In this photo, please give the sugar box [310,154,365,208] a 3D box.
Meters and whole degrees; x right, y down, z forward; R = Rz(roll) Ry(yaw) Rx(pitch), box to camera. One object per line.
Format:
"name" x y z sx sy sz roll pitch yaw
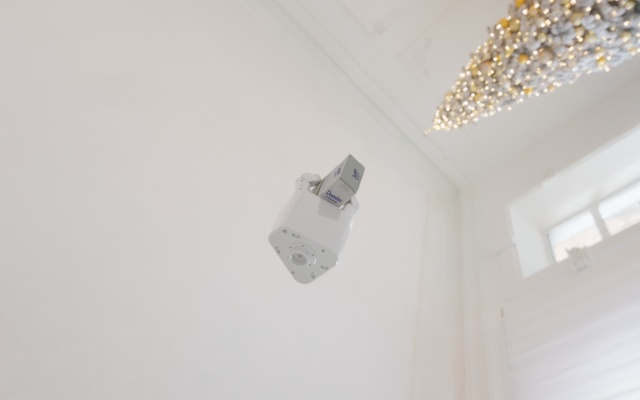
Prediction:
"sugar box" 0.000 0.003 0.842 0.176 0.048 0.093 -39 15 32
